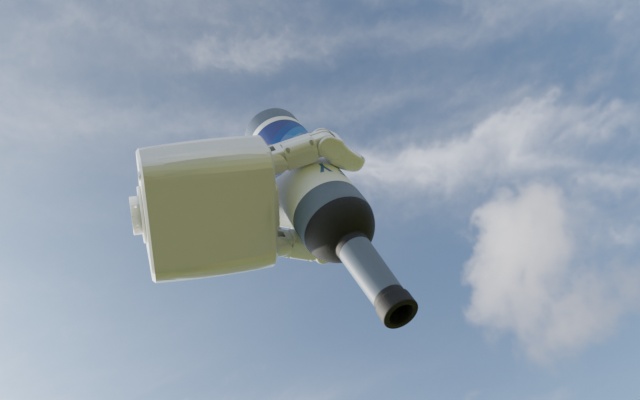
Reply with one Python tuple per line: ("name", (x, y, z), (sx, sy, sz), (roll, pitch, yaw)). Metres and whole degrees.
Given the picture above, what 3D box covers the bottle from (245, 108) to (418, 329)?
("bottle", (0.000, 0.001, 0.439), (0.069, 0.069, 0.295), (0, 32, -26))
